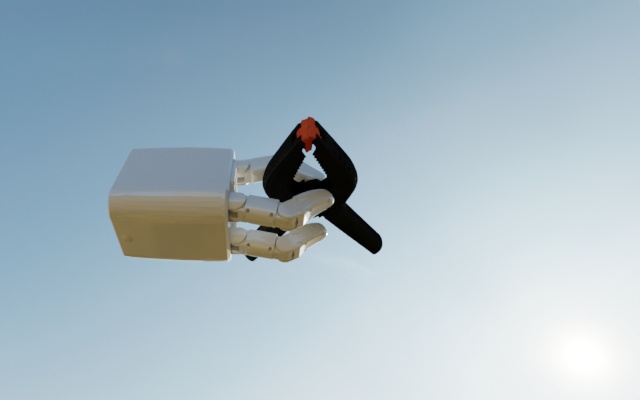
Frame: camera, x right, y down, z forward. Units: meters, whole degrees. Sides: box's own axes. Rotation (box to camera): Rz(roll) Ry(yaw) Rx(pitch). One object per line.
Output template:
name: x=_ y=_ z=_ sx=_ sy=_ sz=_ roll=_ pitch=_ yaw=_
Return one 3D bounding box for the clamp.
clamp: x=0.000 y=0.001 z=0.505 sx=0.164 sy=0.036 sz=0.210 roll=0 pitch=-40 yaw=-7
